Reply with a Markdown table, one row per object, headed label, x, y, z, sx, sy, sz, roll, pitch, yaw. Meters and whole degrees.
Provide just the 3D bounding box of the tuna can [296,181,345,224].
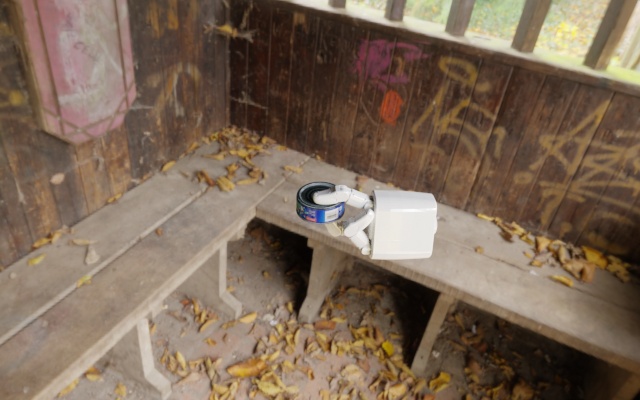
| label | x | y | z | sx | sy | sz | roll | pitch | yaw |
| --- | --- | --- | --- | --- | --- | --- | --- | --- | --- |
| tuna can | 0.000 | 0.002 | 0.829 | 0.086 | 0.034 | 0.086 | 1 | 35 | 0 |
